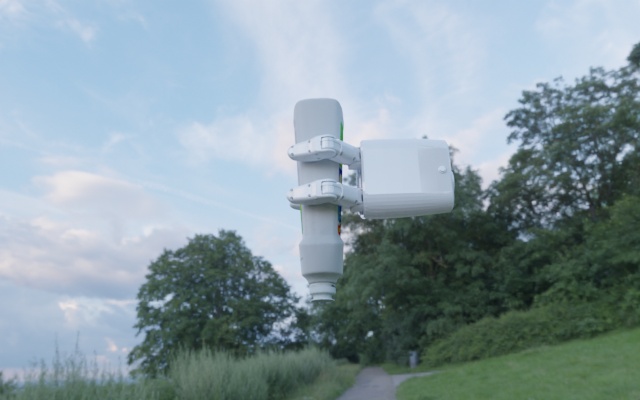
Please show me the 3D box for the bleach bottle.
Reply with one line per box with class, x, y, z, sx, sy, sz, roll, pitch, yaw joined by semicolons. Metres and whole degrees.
bleach bottle;0.000;0.002;0.606;0.068;0.250;0.103;-2;-19;2
